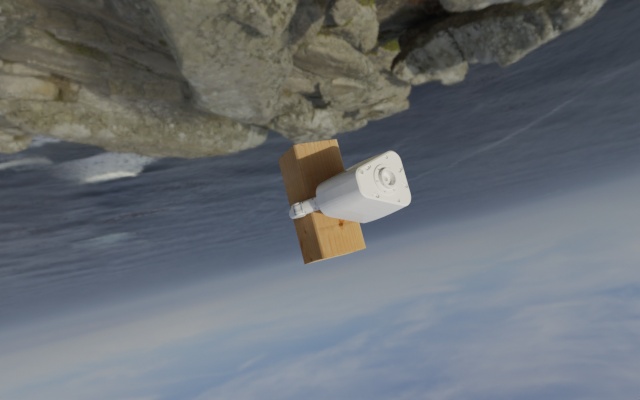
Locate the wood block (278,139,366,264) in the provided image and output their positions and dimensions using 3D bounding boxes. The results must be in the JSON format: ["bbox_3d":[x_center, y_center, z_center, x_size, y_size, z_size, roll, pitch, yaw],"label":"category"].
[{"bbox_3d":[0.000,0.003,0.877,0.091,0.206,0.090,-10,-9,-27],"label":"wood block"}]
